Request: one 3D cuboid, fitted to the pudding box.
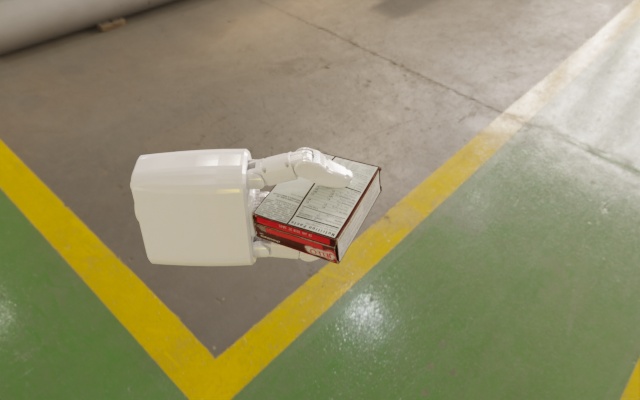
[{"bbox_3d":[0.000,0.001,0.474,0.090,0.039,0.113,17,49,21],"label":"pudding box"}]
